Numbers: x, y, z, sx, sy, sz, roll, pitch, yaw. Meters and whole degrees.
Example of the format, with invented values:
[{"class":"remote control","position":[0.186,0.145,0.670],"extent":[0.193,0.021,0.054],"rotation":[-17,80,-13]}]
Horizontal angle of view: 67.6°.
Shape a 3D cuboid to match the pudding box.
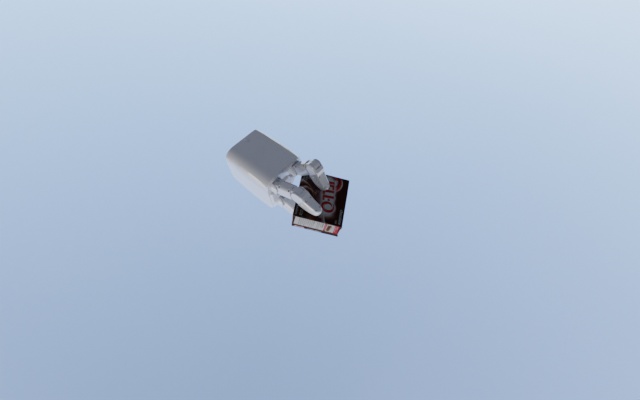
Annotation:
[{"class":"pudding box","position":[0.000,0.003,0.869],"extent":[0.090,0.113,0.039],"rotation":[13,-35,-3]}]
